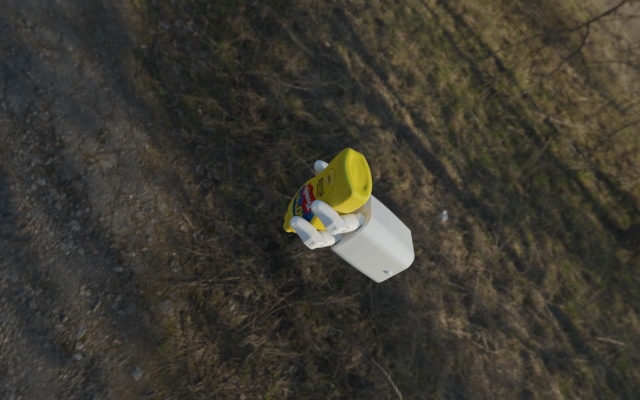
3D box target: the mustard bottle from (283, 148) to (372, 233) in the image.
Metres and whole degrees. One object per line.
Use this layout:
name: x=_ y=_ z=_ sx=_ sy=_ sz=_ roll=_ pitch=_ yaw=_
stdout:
mustard bottle: x=0.000 y=0.002 z=0.778 sx=0.058 sy=0.096 sz=0.192 roll=20 pitch=-41 yaw=-32
